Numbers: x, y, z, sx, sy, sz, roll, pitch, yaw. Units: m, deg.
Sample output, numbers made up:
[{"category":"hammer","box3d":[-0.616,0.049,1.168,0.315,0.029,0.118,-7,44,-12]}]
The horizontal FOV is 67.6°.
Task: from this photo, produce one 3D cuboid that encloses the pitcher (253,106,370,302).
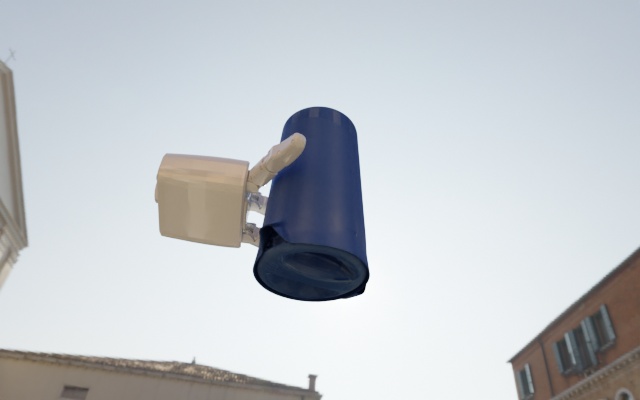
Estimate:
[{"category":"pitcher","box3d":[0.000,0.002,0.617,0.145,0.242,0.149,7,-38,-4]}]
